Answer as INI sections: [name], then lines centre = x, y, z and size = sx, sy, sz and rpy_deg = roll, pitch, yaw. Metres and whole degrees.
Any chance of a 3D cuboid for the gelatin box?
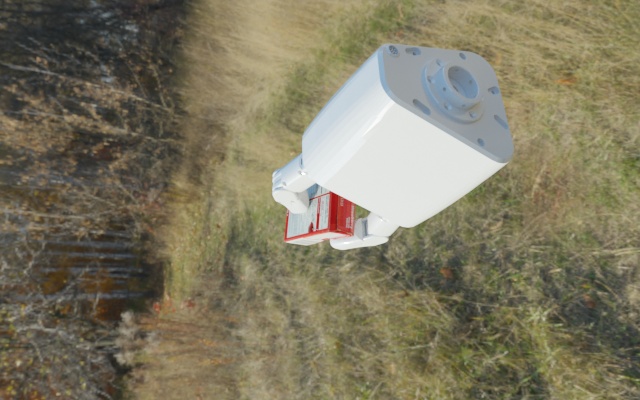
[gelatin box]
centre = -0.001, 0.001, 0.457
size = 0.030, 0.073, 0.089
rpy_deg = 13, -17, -29
